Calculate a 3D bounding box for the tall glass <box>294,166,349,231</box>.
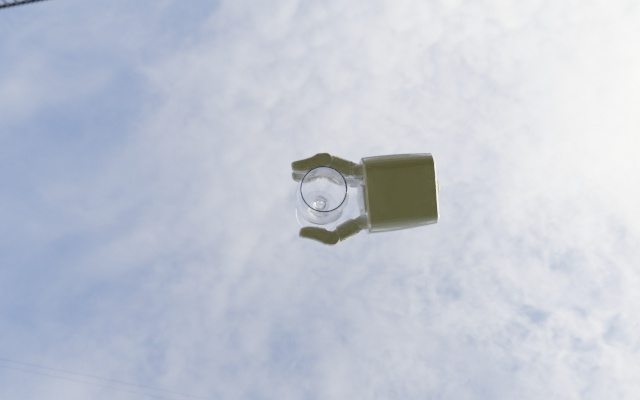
[{"bbox_3d":[0.000,0.003,0.716,0.079,0.079,0.201,0,-10,-2],"label":"tall glass"}]
